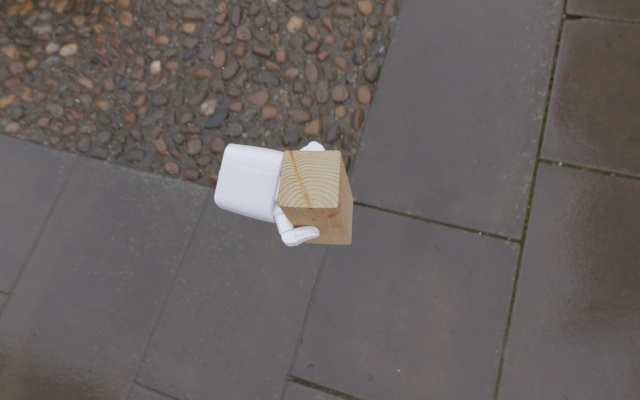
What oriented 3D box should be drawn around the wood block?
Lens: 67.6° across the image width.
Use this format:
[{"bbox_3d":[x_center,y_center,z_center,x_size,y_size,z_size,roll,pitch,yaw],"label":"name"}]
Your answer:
[{"bbox_3d":[0.000,0.003,0.786,0.090,0.090,0.206,1,-19,10],"label":"wood block"}]
